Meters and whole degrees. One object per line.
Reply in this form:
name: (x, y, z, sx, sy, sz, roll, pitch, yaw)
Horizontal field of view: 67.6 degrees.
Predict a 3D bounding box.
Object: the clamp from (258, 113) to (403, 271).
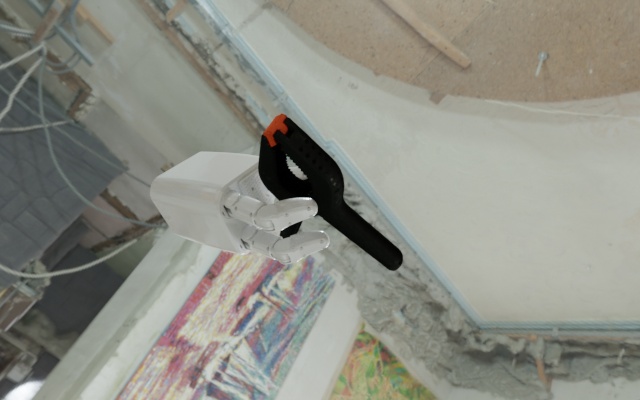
clamp: (0.000, 0.001, 0.509, 0.164, 0.036, 0.210, 9, -40, 26)
